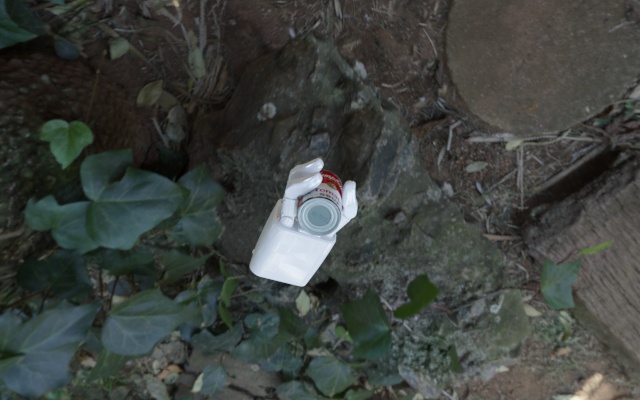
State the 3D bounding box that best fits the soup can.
[{"bbox_3d":[0.000,0.002,0.748,0.068,0.068,0.102,0,26,3],"label":"soup can"}]
